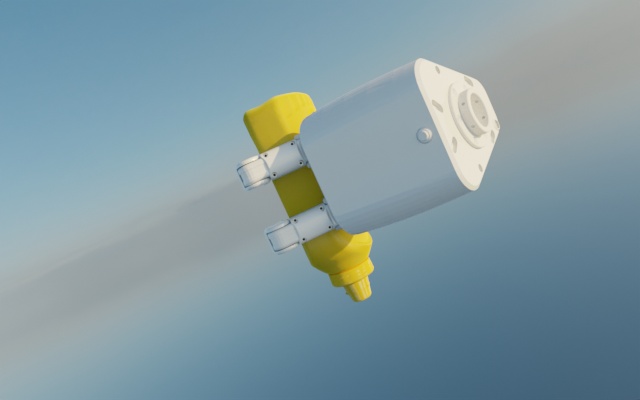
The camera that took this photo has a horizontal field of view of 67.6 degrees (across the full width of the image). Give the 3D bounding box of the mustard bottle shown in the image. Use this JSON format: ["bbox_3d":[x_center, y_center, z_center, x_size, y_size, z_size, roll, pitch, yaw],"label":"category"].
[{"bbox_3d":[0.000,0.001,0.431,0.058,0.191,0.096,-24,3,16],"label":"mustard bottle"}]
